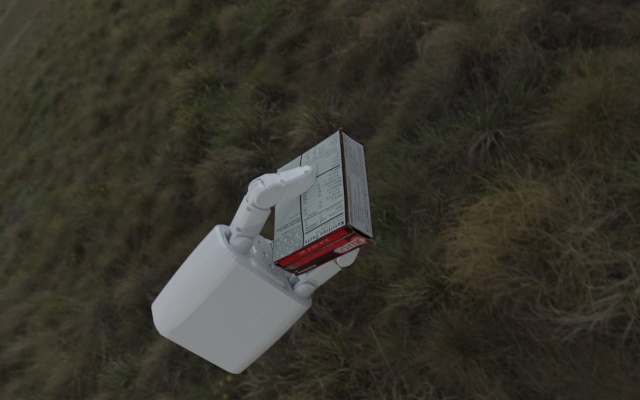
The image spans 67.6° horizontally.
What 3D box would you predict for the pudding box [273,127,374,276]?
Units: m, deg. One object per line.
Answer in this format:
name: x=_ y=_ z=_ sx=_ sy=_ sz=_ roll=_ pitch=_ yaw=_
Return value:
pudding box: x=0.000 y=0.001 z=0.437 sx=0.090 sy=0.113 sz=0.039 roll=-29 pitch=-42 yaw=32
